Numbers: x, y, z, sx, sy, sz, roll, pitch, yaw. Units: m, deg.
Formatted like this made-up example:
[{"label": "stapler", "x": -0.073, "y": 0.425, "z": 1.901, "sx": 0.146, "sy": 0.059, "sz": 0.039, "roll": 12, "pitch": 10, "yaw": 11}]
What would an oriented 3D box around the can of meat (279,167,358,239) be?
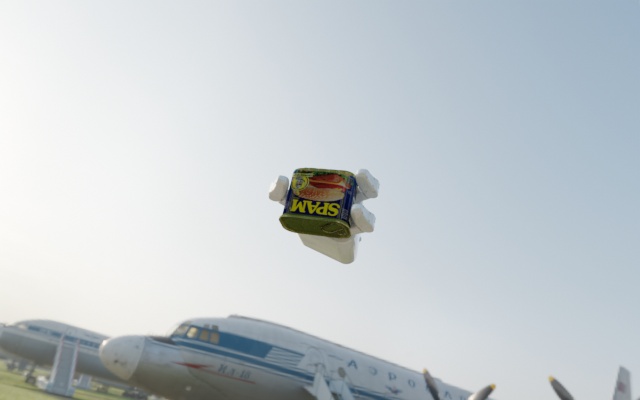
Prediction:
[{"label": "can of meat", "x": 0.000, "y": 0.002, "z": 0.688, "sx": 0.102, "sy": 0.084, "sz": 0.057, "roll": 6, "pitch": -26, "yaw": 14}]
